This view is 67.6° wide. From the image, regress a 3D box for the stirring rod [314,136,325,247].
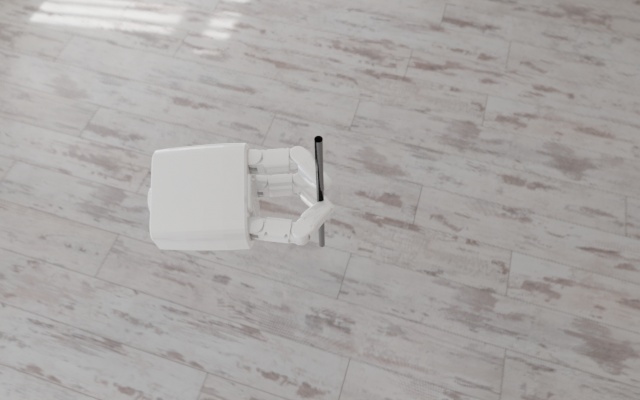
[{"bbox_3d":[0.000,0.002,0.542,0.011,0.011,0.240,0,-29,1],"label":"stirring rod"}]
